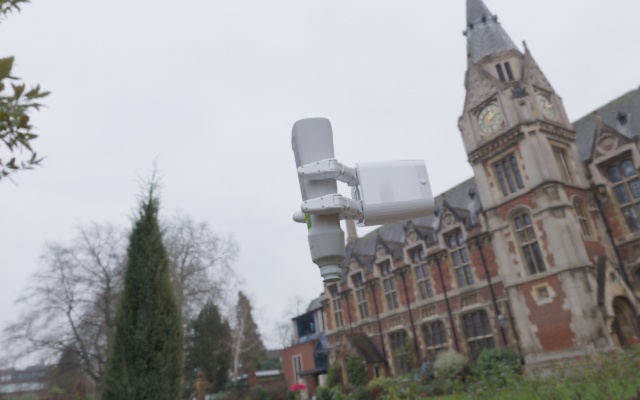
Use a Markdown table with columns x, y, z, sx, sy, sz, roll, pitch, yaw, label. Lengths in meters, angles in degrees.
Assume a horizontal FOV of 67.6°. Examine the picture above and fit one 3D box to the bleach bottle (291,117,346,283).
| x | y | z | sx | sy | sz | roll | pitch | yaw | label |
| --- | --- | --- | --- | --- | --- | --- | --- | --- | --- |
| 0.000 | 0.002 | 0.734 | 0.068 | 0.250 | 0.103 | -6 | -22 | -5 | bleach bottle |
